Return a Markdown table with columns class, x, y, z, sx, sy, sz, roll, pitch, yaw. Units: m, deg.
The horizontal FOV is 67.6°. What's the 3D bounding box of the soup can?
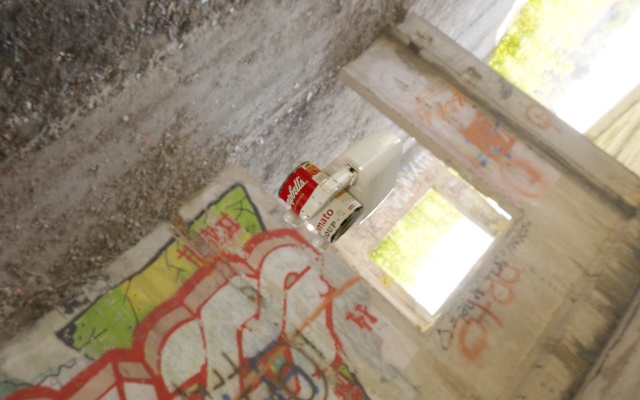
| class | x | y | z | sx | sy | sz | roll | pitch | yaw |
| --- | --- | --- | --- | --- | --- | --- | --- | --- | --- |
| soup can | 0.000 | 0.003 | 0.662 | 0.102 | 0.068 | 0.068 | 41 | 10 | 12 |
